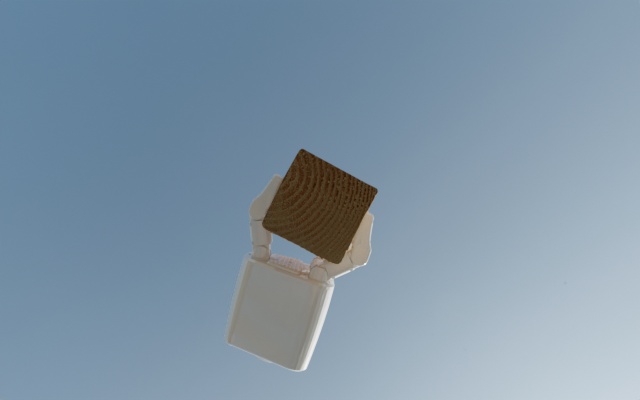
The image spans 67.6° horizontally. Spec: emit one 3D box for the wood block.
[{"bbox_3d":[0.000,0.002,0.574,0.091,0.090,0.206,27,2,-1],"label":"wood block"}]
